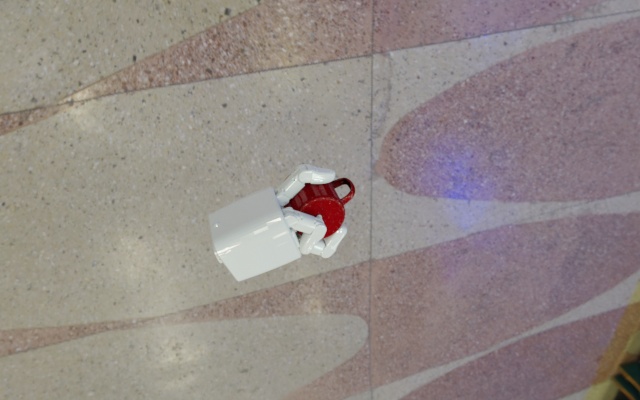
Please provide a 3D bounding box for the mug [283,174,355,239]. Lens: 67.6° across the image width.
[{"bbox_3d":[0.002,0.002,0.745,0.117,0.093,0.081,-24,38,-2],"label":"mug"}]
